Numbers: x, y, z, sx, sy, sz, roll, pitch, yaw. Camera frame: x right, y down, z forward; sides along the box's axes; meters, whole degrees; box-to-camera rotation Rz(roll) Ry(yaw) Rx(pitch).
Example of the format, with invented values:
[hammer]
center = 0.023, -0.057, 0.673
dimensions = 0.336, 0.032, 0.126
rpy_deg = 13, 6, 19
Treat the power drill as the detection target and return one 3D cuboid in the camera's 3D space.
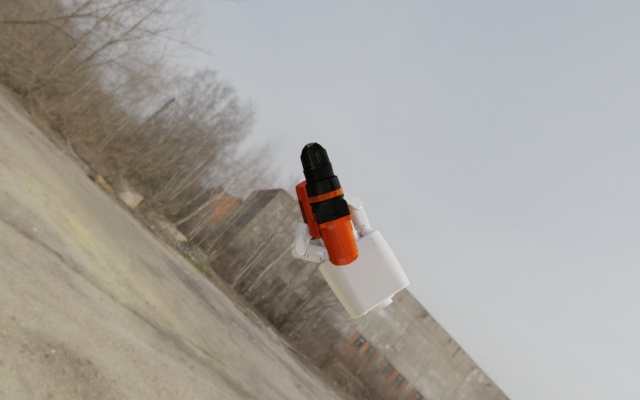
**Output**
[power drill]
center = 0.000, 0.003, 0.760
dimensions = 0.057, 0.184, 0.187
rpy_deg = -16, 5, -6
